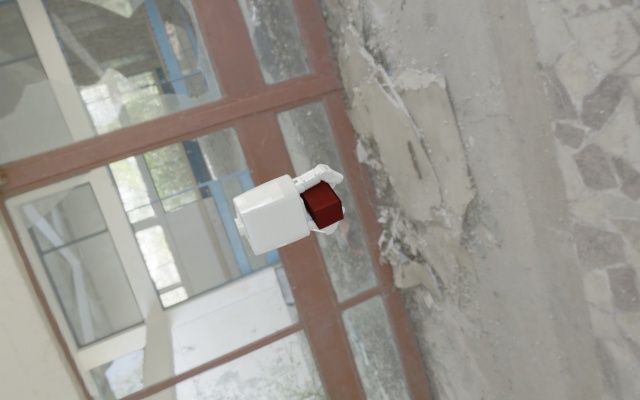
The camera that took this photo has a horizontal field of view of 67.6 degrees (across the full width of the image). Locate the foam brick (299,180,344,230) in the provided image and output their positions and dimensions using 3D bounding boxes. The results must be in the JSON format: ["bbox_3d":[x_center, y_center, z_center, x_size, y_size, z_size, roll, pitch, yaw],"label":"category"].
[{"bbox_3d":[0.000,0.003,0.848,0.051,0.053,0.078,-25,49,-11],"label":"foam brick"}]
